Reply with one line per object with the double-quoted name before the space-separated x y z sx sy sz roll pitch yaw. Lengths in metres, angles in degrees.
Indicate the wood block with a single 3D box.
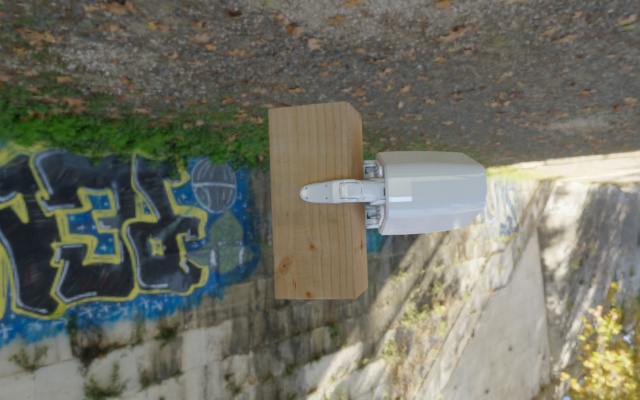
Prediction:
"wood block" 0.000 0.002 0.543 0.090 0.206 0.091 -3 -2 15
